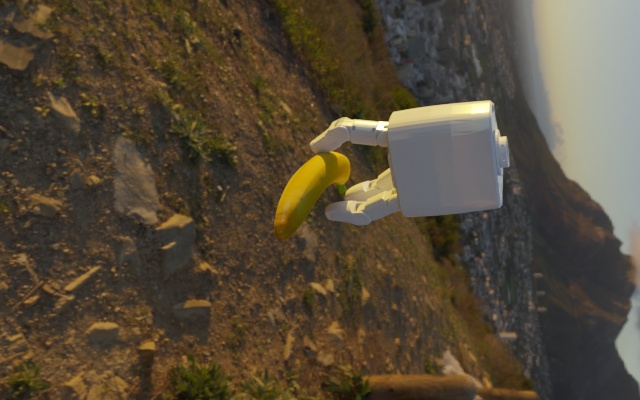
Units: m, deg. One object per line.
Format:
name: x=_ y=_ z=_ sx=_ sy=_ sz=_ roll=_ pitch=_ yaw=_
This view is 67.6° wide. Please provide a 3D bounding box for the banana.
banana: x=-0.001 y=-0.017 z=0.546 sx=0.037 sy=0.070 sz=0.197 roll=-2 pitch=14 yaw=25
